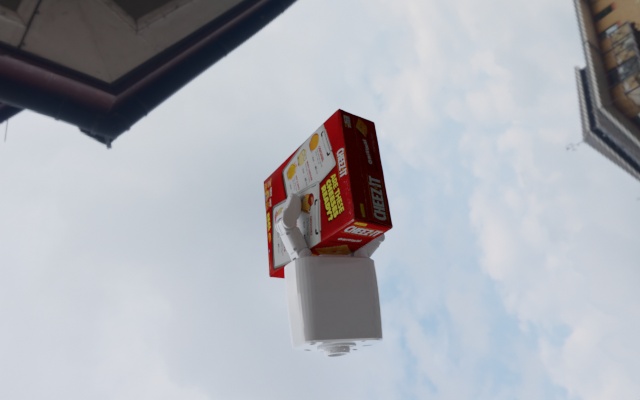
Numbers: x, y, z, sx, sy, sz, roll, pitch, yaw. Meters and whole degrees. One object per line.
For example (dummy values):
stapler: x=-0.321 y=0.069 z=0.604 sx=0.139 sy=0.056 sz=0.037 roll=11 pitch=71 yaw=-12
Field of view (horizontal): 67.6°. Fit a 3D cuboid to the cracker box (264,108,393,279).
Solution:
cracker box: x=0.000 y=0.002 z=0.674 sx=0.072 sy=0.164 sz=0.214 roll=12 pitch=-32 yaw=-32
